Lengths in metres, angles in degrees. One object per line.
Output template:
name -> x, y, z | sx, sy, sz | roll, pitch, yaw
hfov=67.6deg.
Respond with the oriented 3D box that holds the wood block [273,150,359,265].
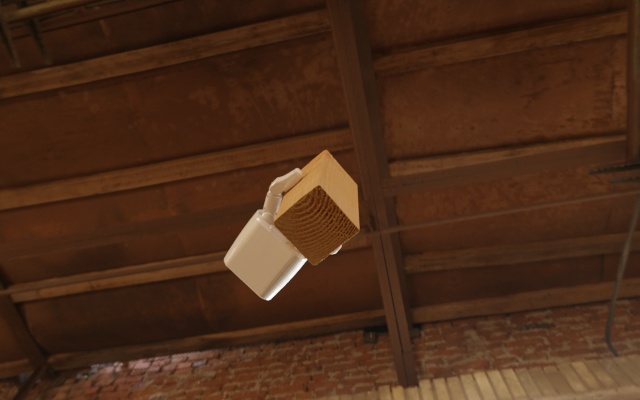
wood block -> 0.000, 0.002, 0.759 | 0.090, 0.091, 0.206 | -39, 13, 15
